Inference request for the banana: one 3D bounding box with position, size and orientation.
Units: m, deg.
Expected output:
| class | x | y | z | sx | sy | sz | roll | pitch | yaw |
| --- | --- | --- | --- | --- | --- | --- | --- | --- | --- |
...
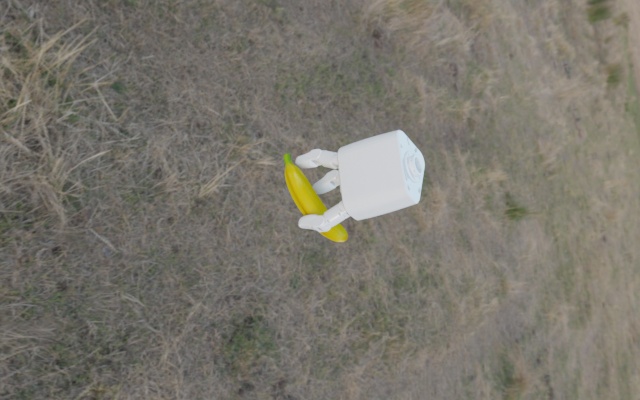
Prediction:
| class | x | y | z | sx | sy | sz | roll | pitch | yaw |
| --- | --- | --- | --- | --- | --- | --- | --- | --- | --- |
| banana | -0.006 | 0.011 | 0.814 | 0.037 | 0.198 | 0.069 | -20 | 27 | 28 |
